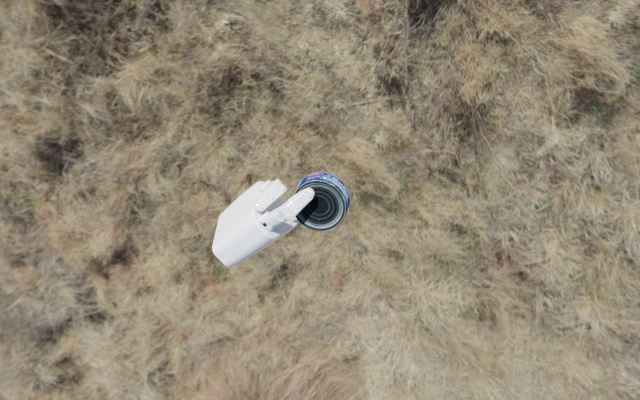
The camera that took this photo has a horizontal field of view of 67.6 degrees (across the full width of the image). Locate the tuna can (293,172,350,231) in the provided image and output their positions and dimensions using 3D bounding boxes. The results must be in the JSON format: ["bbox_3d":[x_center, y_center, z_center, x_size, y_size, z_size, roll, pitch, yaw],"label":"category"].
[{"bbox_3d":[0.000,0.003,0.719,0.086,0.086,0.033,0,23,12],"label":"tuna can"}]
